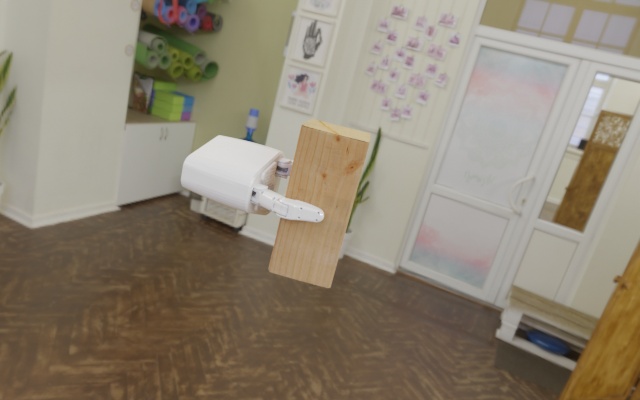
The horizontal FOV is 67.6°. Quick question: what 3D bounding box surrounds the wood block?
[{"bbox_3d":[0.000,0.002,0.661,0.090,0.206,0.090,15,16,4],"label":"wood block"}]
